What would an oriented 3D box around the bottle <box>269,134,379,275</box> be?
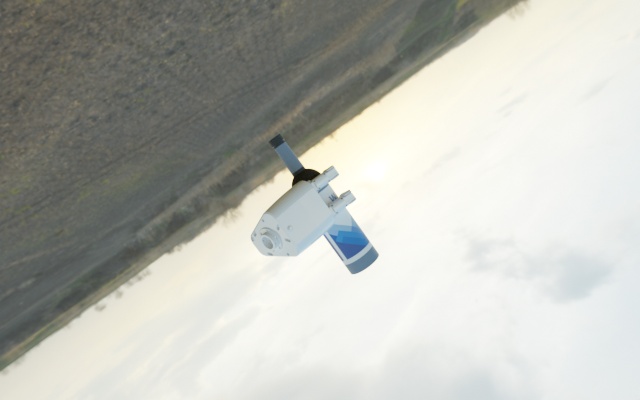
[{"bbox_3d":[0.000,0.003,0.898,0.069,0.296,0.069,-35,7,5],"label":"bottle"}]
